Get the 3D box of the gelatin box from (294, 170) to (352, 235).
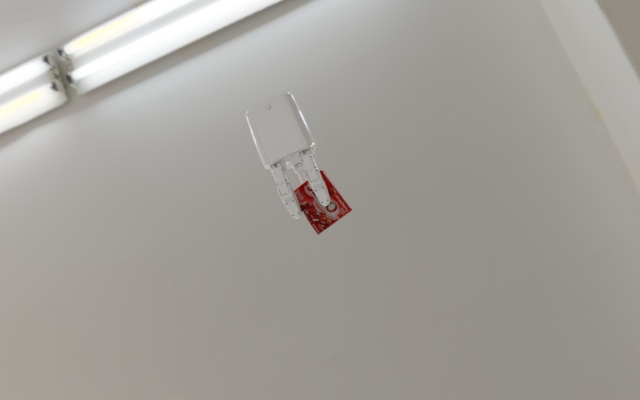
[{"bbox_3d":[0.000,0.003,0.831,0.073,0.089,0.030,-37,-3,6],"label":"gelatin box"}]
